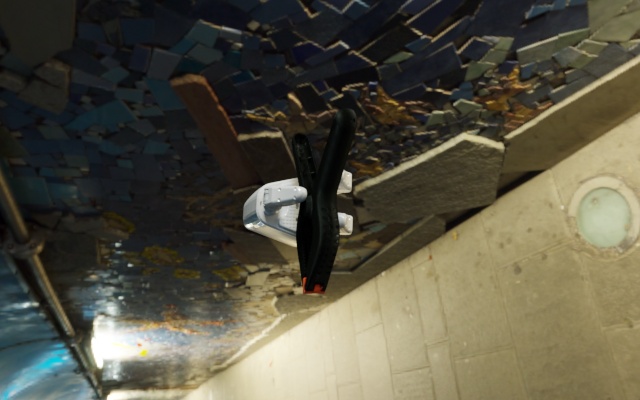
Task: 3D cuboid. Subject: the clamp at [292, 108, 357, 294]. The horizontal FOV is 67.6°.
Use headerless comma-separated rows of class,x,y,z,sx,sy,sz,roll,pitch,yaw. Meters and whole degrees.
clamp,-0.001,0.002,0.553,0.036,0.210,0.164,3,-10,-20
